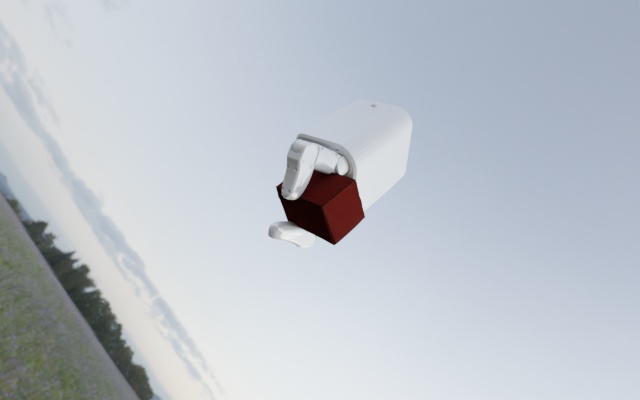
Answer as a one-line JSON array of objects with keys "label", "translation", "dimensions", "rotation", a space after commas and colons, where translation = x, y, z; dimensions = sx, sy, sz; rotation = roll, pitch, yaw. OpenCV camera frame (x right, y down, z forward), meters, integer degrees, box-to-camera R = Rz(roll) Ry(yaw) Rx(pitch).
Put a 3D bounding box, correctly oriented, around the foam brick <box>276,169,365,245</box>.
[{"label": "foam brick", "translation": [0.000, 0.002, 0.509], "dimensions": [0.051, 0.053, 0.078], "rotation": [-37, 39, -27]}]
